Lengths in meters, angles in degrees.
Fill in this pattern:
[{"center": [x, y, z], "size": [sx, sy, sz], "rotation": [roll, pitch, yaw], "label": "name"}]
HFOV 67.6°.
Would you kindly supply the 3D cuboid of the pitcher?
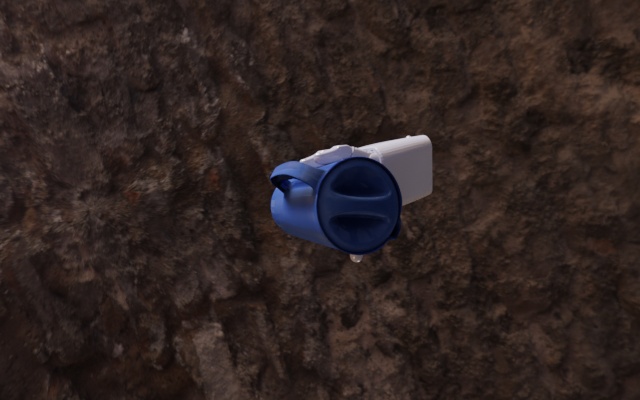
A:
[{"center": [0.000, 0.002, 0.743], "size": [0.145, 0.149, 0.243], "rotation": [-19, 7, -24], "label": "pitcher"}]
